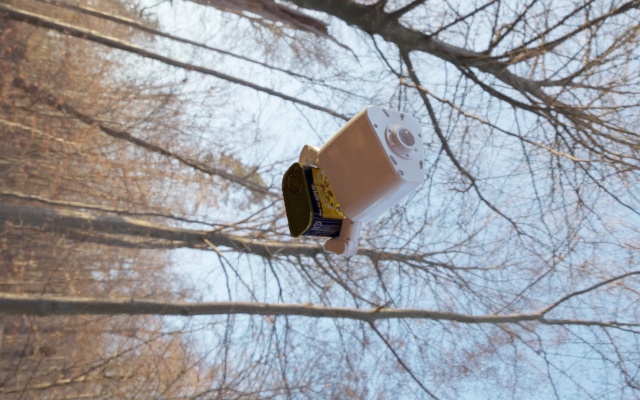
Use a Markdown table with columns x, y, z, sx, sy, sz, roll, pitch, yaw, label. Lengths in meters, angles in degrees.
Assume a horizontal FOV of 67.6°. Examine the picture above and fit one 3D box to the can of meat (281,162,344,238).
| x | y | z | sx | sy | sz | roll | pitch | yaw | label |
| --- | --- | --- | --- | --- | --- | --- | --- | --- | --- |
| 0.000 | 0.002 | 0.664 | 0.084 | 0.102 | 0.057 | 6 | -32 | -33 | can of meat |
